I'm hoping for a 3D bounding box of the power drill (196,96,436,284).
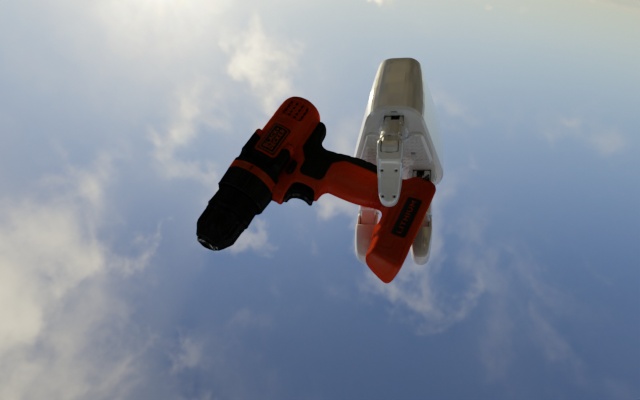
[{"bbox_3d":[0.001,0.002,0.455,0.187,0.184,0.057,28,-24,7],"label":"power drill"}]
